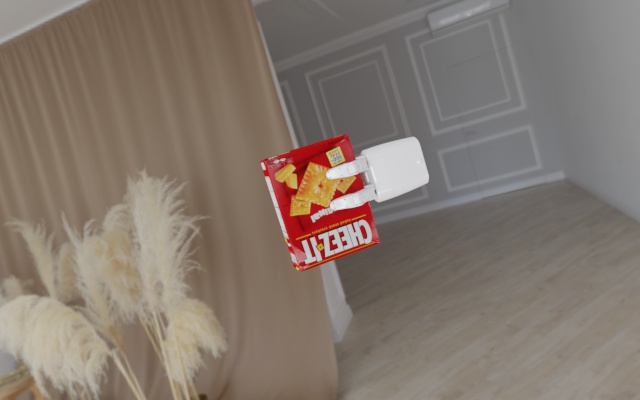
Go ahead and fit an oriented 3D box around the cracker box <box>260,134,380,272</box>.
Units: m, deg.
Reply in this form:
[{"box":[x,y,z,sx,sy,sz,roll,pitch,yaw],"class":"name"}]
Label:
[{"box":[0.000,0.003,0.883,0.164,0.214,0.072,-19,7,-11],"class":"cracker box"}]
